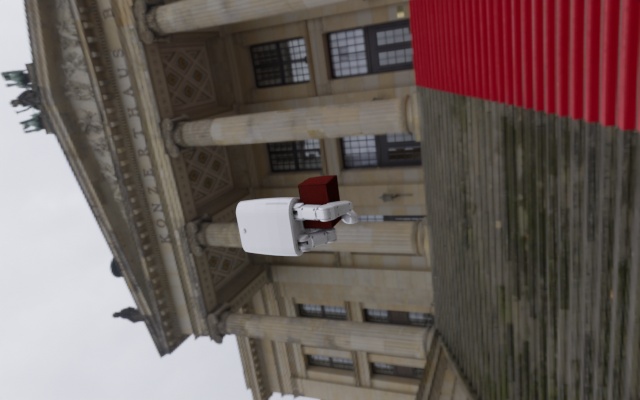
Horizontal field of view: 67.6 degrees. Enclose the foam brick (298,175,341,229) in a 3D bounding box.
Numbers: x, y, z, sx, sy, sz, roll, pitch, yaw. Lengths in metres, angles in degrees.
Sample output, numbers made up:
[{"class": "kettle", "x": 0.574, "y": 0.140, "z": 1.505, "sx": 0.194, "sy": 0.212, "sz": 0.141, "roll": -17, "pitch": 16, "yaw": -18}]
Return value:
[{"class": "foam brick", "x": 0.000, "y": 0.002, "z": 0.791, "sx": 0.051, "sy": 0.078, "sz": 0.053, "roll": -1, "pitch": 17, "yaw": 23}]
